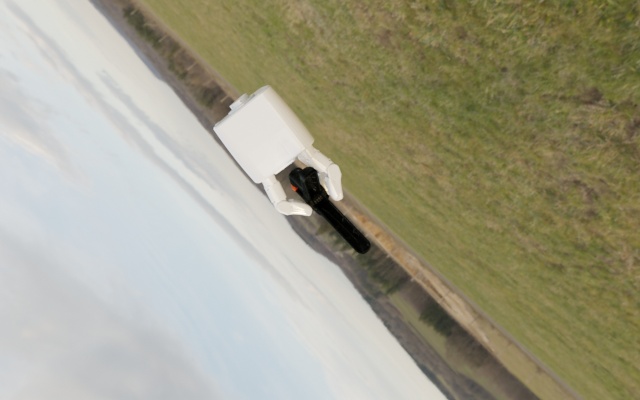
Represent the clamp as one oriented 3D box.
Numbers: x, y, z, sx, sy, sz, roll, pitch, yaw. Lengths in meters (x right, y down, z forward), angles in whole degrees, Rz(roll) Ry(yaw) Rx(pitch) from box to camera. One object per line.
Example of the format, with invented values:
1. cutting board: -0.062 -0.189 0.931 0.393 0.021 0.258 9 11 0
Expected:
1. clamp: -0.001 0.003 0.766 0.036 0.164 0.210 -39 18 -6
